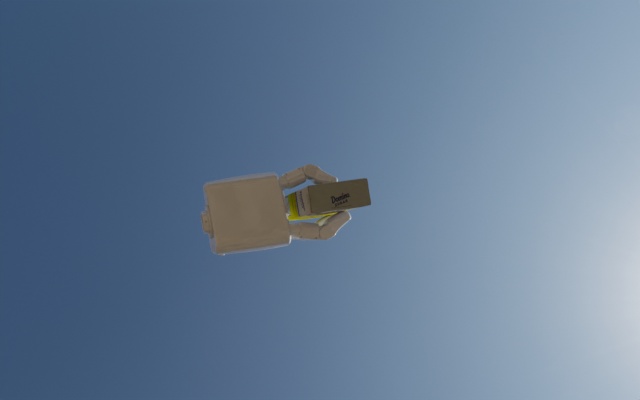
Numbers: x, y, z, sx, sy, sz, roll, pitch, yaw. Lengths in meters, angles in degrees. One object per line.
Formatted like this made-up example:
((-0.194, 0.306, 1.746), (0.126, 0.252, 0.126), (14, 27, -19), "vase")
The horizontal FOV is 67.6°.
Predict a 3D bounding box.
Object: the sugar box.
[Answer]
((0.000, 0.003, 0.741), (0.093, 0.048, 0.176), (-8, -1, -19), "sugar box")
